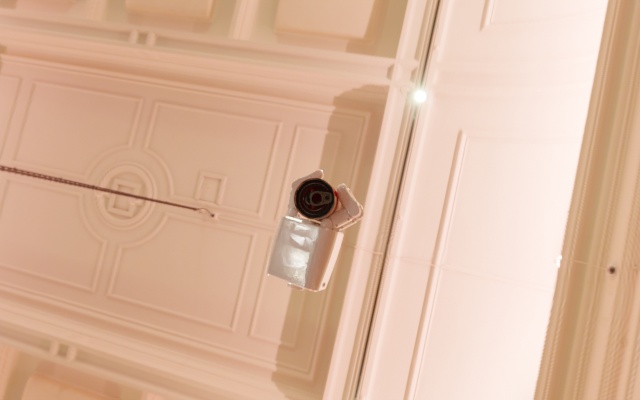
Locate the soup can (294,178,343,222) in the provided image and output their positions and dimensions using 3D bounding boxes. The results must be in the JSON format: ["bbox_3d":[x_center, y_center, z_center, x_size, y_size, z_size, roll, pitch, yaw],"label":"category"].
[{"bbox_3d":[0.000,0.002,0.818,0.068,0.068,0.102,0,-7,12],"label":"soup can"}]
